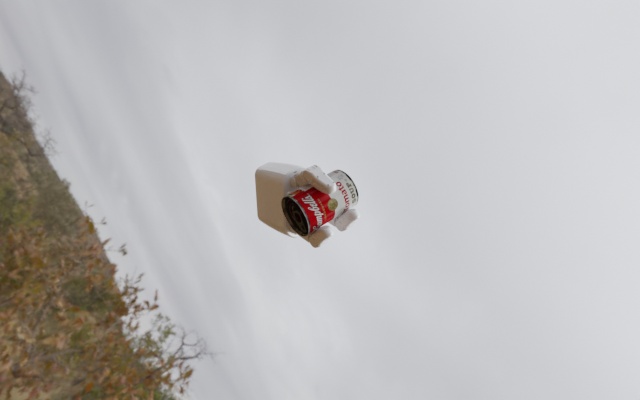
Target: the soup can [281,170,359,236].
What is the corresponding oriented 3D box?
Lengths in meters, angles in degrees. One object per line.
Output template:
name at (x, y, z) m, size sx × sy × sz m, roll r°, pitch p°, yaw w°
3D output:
soup can at (0.001, 0.002, 0.740) m, size 0.102 × 0.068 × 0.068 m, roll -30°, pitch 15°, yaw -28°
